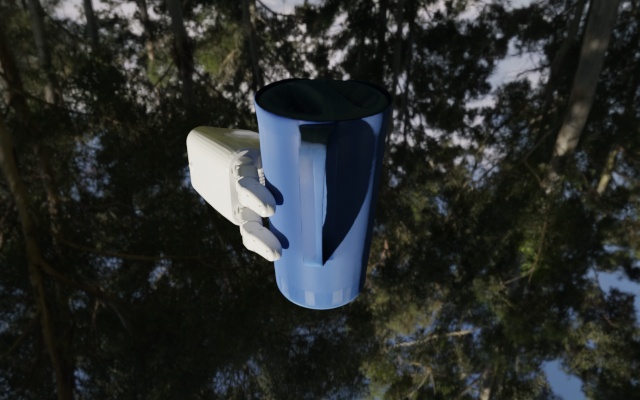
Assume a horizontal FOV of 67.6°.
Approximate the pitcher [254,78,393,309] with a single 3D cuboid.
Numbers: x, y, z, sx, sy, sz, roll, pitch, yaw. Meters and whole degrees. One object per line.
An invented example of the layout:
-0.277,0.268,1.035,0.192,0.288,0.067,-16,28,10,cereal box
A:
0.000,0.002,0.511,0.149,0.243,0.145,-24,39,-35,pitcher
